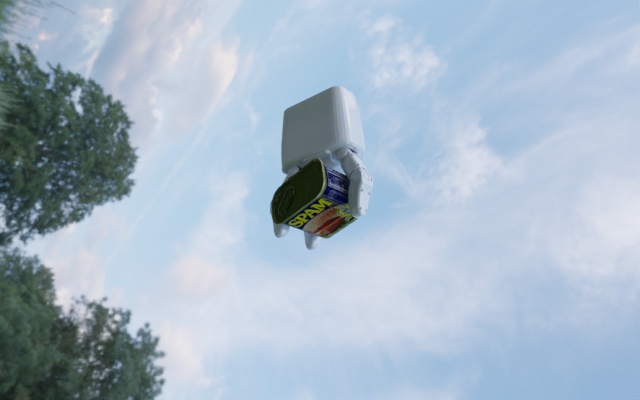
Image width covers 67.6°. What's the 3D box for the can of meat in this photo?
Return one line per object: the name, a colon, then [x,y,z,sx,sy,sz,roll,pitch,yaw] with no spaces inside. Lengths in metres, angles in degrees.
can of meat: [0.000,0.002,0.622,0.084,0.057,0.102,23,-44,-36]
